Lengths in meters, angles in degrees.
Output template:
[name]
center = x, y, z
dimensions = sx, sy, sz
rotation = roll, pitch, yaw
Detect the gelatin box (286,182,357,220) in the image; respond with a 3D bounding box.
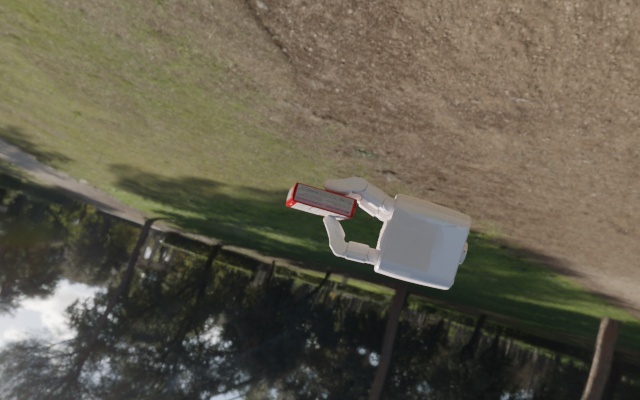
[gelatin box]
center = 0.000, 0.003, 0.677
dimensions = 0.089, 0.030, 0.073
rotation = 15, -8, -9
